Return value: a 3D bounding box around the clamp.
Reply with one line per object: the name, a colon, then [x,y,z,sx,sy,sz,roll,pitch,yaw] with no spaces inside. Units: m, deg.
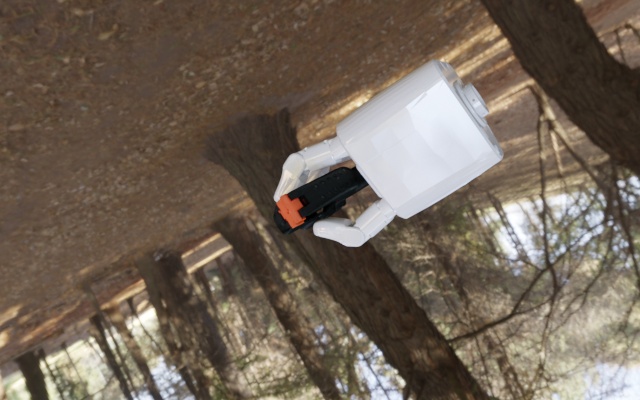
clamp: [0.000,0.002,0.506,0.164,0.036,0.210,-37,-6,27]
